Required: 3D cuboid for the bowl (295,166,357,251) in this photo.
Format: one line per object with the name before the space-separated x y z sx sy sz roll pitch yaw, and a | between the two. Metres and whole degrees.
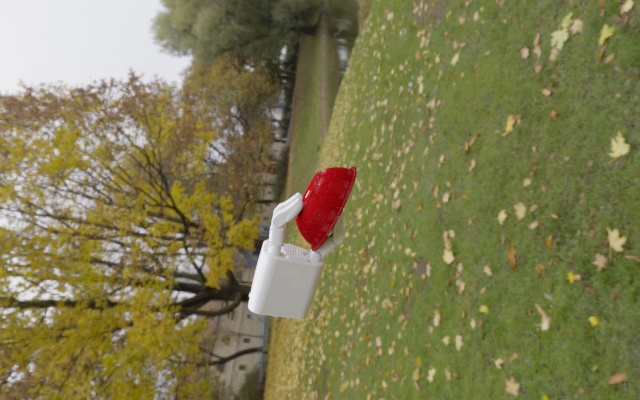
bowl | 0.000 0.001 0.815 0.055 0.162 0.162 27 -4 -7
